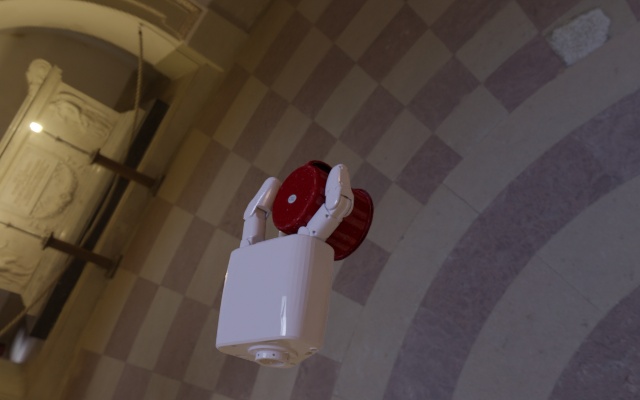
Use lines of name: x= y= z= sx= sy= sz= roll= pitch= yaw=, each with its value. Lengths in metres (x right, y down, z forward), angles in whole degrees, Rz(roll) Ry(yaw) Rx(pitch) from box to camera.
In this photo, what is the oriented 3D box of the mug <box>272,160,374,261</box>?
mug: x=0.000 y=0.000 z=0.551 sx=0.081 sy=0.117 sz=0.093 roll=29 pitch=-42 yaw=-31
